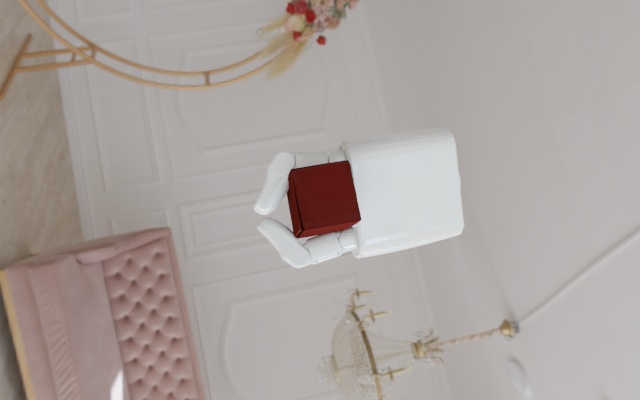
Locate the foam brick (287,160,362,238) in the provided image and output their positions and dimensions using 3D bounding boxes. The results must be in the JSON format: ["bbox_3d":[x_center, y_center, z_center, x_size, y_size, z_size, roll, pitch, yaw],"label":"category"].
[{"bbox_3d":[0.000,0.001,0.422,0.051,0.053,0.078,-9,-8,-8],"label":"foam brick"}]
